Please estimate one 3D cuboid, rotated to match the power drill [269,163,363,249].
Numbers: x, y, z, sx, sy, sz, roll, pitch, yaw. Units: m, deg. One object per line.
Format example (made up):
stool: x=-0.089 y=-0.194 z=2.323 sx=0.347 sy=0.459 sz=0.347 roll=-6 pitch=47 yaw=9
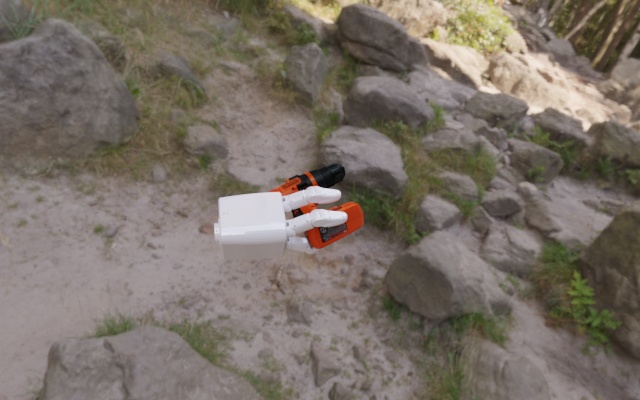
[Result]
power drill: x=0.000 y=0.003 z=0.883 sx=0.184 sy=0.057 sz=0.187 roll=-28 pitch=33 yaw=-16
